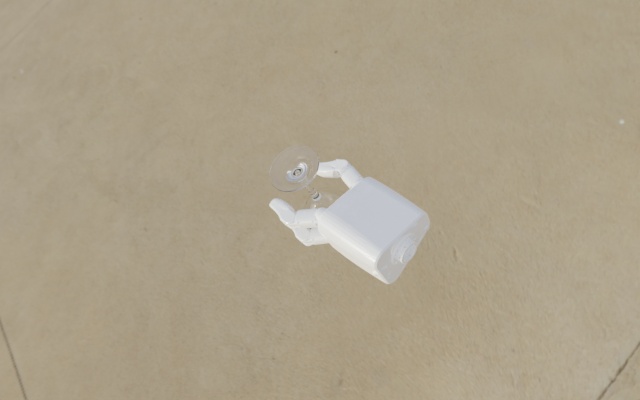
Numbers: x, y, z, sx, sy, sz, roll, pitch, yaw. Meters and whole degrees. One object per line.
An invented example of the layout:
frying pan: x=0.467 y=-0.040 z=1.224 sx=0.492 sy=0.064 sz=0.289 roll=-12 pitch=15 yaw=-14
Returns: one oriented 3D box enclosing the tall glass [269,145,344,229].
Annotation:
tall glass: x=0.000 y=0.002 z=0.730 sx=0.079 sy=0.079 sz=0.201 roll=0 pitch=-28 yaw=24
